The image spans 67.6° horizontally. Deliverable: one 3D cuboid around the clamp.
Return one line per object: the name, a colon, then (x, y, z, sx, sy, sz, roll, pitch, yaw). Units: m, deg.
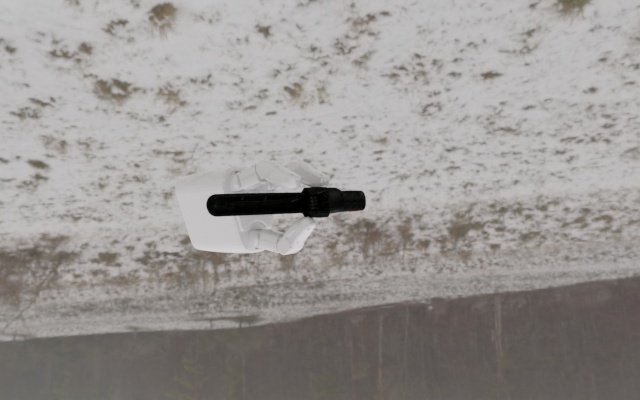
clamp: (0.000, 0.003, 0.552, 0.164, 0.036, 0.210, -1, 0, 38)
